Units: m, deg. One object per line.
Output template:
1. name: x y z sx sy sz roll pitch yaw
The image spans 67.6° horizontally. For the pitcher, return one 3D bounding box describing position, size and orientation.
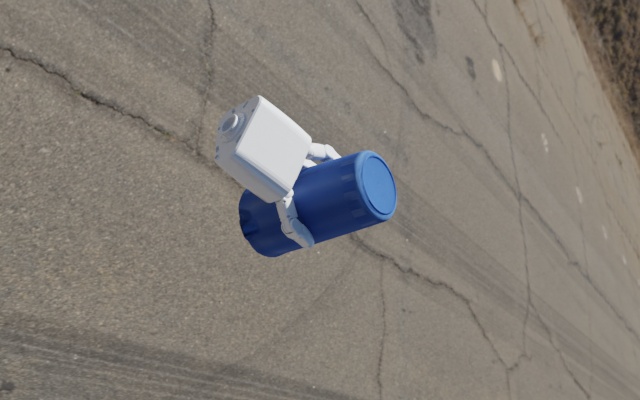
1. pitcher: 0.000 0.002 0.768 0.243 0.149 0.145 -17 -43 37
